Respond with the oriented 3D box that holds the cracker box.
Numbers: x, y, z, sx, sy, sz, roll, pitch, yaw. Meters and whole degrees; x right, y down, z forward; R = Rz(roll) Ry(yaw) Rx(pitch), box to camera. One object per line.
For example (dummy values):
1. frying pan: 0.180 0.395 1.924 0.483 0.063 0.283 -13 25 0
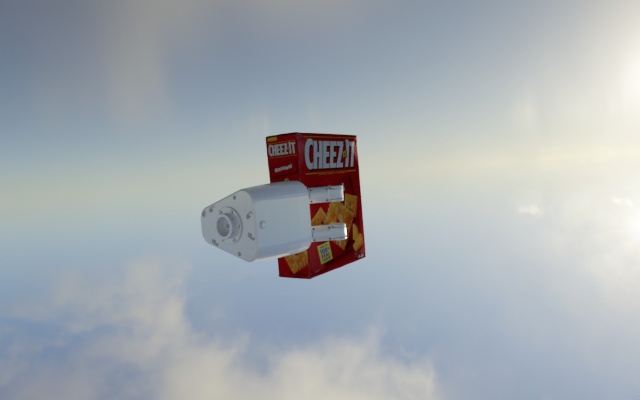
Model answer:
1. cracker box: 0.000 0.003 0.759 0.072 0.214 0.164 -2 4 36
